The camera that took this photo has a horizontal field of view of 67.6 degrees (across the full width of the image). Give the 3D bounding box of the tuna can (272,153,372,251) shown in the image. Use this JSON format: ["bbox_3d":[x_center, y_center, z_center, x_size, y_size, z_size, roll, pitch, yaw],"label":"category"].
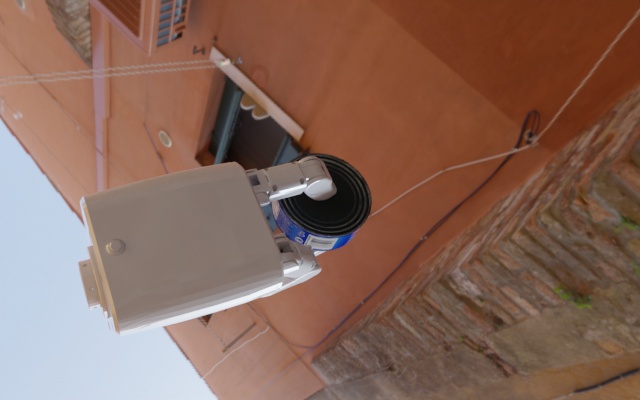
[{"bbox_3d":[0.000,0.002,0.428,0.086,0.086,0.034,0,-31,-18],"label":"tuna can"}]
